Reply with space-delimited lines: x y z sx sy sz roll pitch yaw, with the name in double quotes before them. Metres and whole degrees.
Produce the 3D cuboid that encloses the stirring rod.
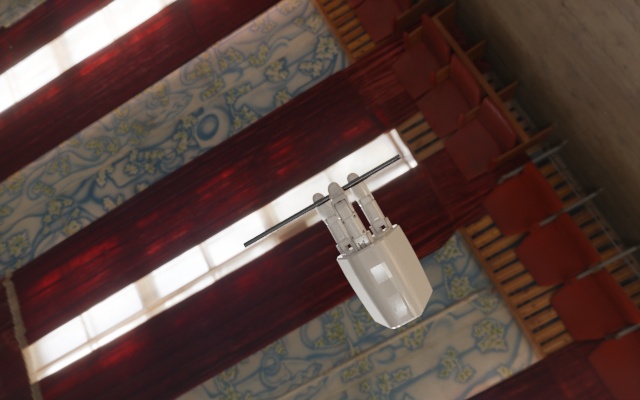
"stirring rod" 0.000 0.002 0.636 0.239 0.011 0.011 -30 -4 7
